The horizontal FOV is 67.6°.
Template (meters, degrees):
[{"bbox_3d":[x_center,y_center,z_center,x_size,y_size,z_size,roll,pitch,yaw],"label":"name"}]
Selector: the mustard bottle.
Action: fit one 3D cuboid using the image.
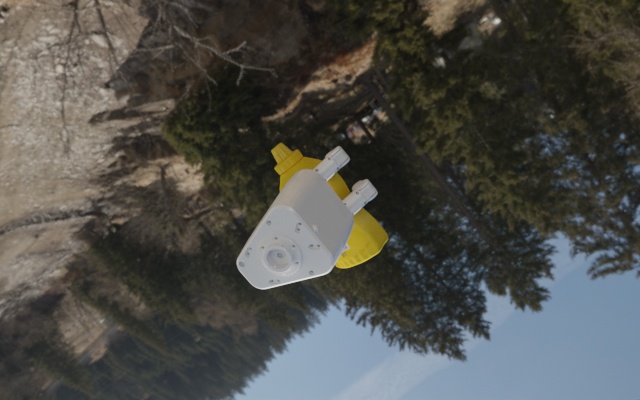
[{"bbox_3d":[0.000,0.002,0.649,0.096,0.191,0.058,-29,14,48],"label":"mustard bottle"}]
